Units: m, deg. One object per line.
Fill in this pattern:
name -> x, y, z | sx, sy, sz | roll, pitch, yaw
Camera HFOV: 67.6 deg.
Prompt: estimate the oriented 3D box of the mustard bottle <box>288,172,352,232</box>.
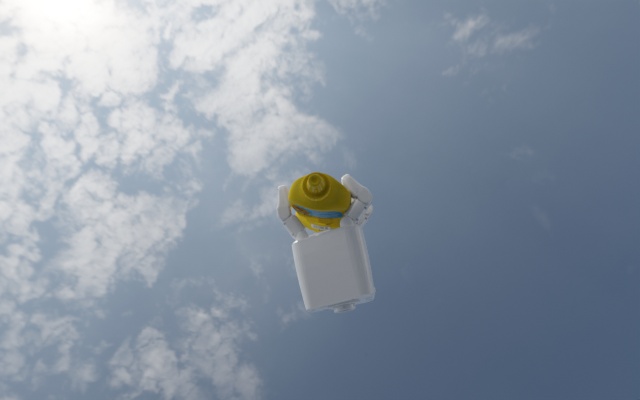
mustard bottle -> 0.000, 0.002, 0.745 | 0.096, 0.058, 0.192 | 11, -17, 9
